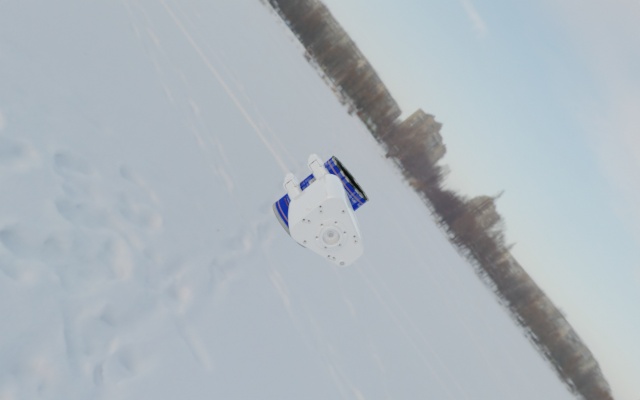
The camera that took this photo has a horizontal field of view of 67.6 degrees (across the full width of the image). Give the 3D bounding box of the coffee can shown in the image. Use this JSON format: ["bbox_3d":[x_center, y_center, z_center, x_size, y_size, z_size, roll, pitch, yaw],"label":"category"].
[{"bbox_3d":[0.000,0.003,0.852,0.140,0.103,0.103,-38,-8,10],"label":"coffee can"}]
